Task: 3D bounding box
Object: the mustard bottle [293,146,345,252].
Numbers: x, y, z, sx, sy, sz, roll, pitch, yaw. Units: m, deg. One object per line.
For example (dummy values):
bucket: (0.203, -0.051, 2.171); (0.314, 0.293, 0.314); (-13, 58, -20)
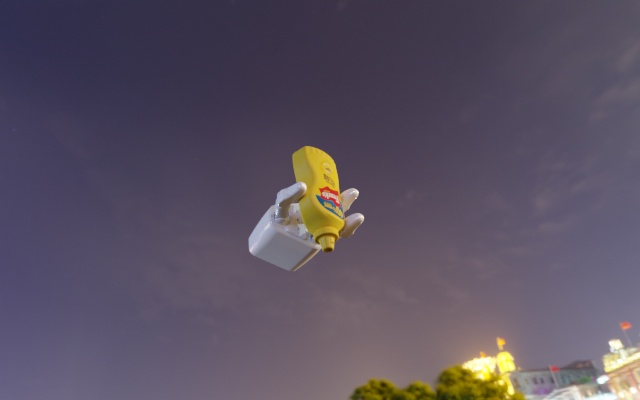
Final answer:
mustard bottle: (0.000, 0.002, 0.824); (0.058, 0.191, 0.096); (-27, -39, 26)
